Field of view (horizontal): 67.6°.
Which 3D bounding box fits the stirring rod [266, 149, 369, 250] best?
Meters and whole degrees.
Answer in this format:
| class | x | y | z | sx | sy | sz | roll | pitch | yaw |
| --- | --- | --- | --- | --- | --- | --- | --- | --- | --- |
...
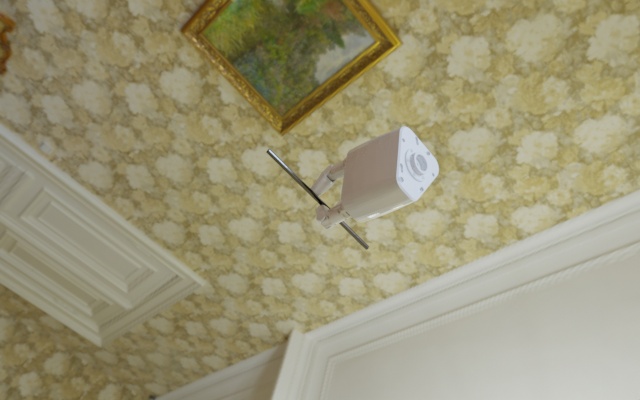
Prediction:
| class | x | y | z | sx | sy | sz | roll | pitch | yaw |
| --- | --- | --- | --- | --- | --- | --- | --- | --- | --- |
| stirring rod | 0.000 | 0.002 | 0.770 | 0.239 | 0.011 | 0.011 | 44 | -20 | -22 |
